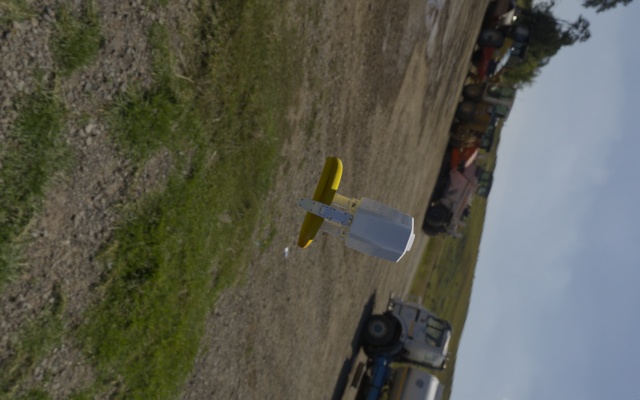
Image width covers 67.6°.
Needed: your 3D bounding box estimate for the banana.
[{"bbox_3d":[0.005,-0.007,0.879,0.037,0.197,0.070,21,-24,-3],"label":"banana"}]
